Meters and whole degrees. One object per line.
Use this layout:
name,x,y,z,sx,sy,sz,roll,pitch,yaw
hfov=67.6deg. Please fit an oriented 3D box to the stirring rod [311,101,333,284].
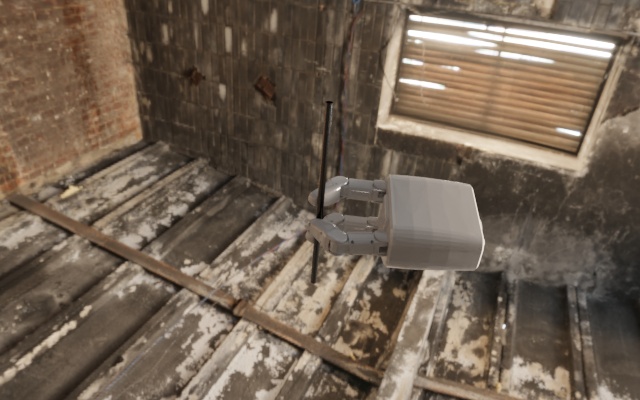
stirring rod,0.000,0.002,0.551,0.011,0.240,0.011,4,31,-2
